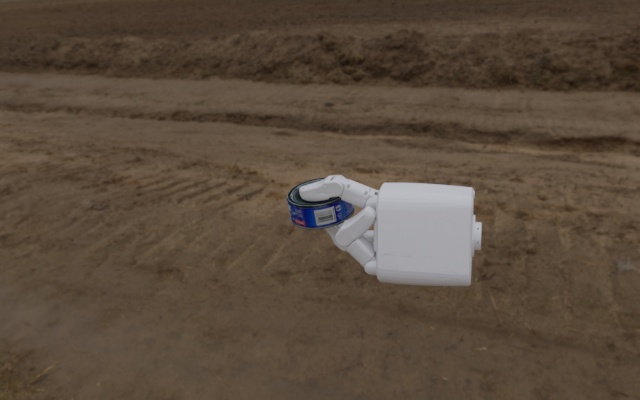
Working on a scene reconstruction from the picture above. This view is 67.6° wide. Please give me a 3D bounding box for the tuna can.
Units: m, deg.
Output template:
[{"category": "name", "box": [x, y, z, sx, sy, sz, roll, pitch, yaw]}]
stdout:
[{"category": "tuna can", "box": [0.000, 0.002, 0.621, 0.086, 0.034, 0.086, -9, 26, 4]}]
